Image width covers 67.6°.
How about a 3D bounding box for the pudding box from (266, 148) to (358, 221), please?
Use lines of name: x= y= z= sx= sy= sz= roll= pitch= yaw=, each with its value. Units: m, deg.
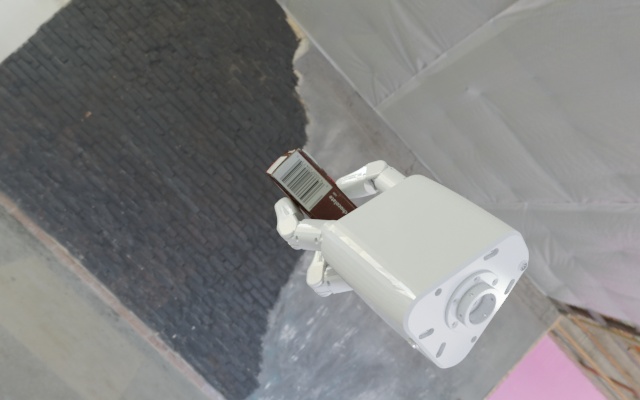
pudding box: x=0.000 y=0.001 z=0.460 sx=0.039 sy=0.113 sz=0.090 roll=-44 pitch=10 yaw=-5
